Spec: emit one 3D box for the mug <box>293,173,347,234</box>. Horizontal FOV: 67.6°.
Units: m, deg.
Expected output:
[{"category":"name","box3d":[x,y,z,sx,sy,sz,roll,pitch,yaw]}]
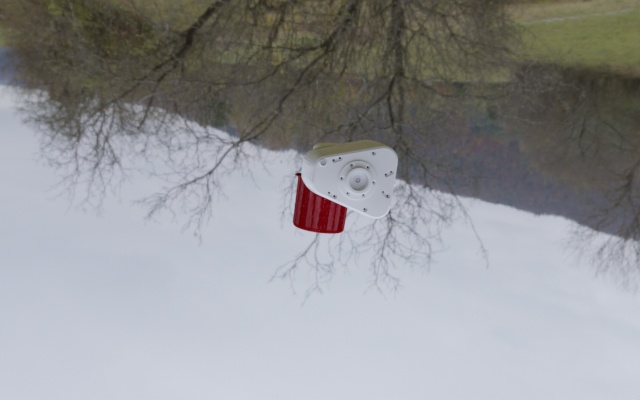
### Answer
[{"category":"mug","box3d":[0.000,0.002,0.752,0.093,0.081,0.117,7,7,-8]}]
